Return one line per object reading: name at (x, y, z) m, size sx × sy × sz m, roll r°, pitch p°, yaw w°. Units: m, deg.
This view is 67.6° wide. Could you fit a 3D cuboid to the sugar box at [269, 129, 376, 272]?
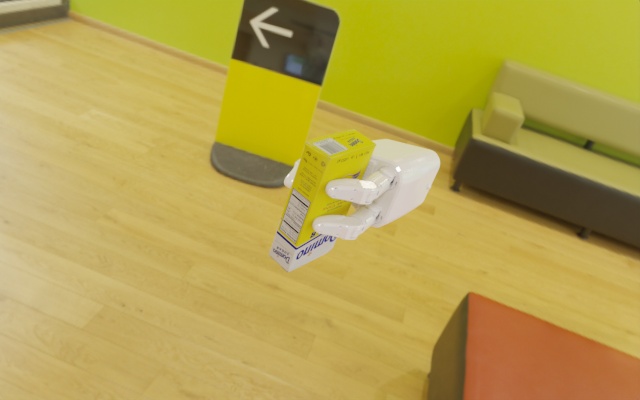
sugar box at (0.001, 0.002, 0.598) m, size 0.048 × 0.176 × 0.093 m, roll 37°, pitch 37°, yaw 28°
